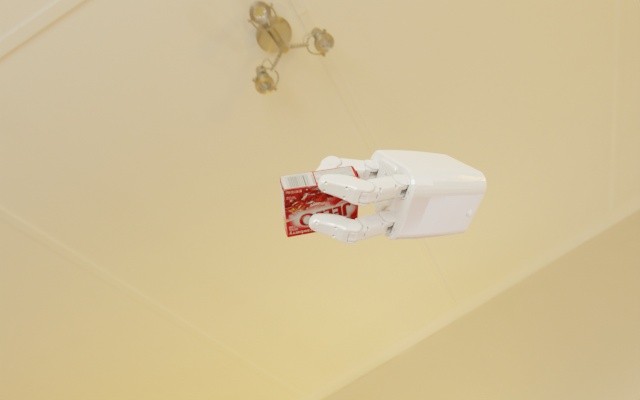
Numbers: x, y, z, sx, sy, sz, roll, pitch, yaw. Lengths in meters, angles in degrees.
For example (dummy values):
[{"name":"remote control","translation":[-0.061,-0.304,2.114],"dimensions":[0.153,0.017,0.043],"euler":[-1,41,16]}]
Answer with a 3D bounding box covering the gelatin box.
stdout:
[{"name":"gelatin box","translation":[0.000,0.002,0.557],"dimensions":[0.089,0.073,0.030],"euler":[-9,41,-9]}]
